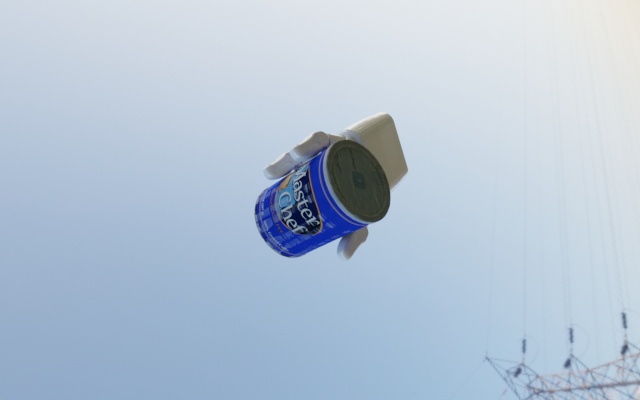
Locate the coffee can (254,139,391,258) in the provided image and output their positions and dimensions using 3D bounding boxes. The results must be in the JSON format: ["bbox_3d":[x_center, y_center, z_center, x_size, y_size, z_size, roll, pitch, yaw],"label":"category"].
[{"bbox_3d":[0.000,0.002,0.587,0.103,0.102,0.140,0,-21,-44],"label":"coffee can"}]
